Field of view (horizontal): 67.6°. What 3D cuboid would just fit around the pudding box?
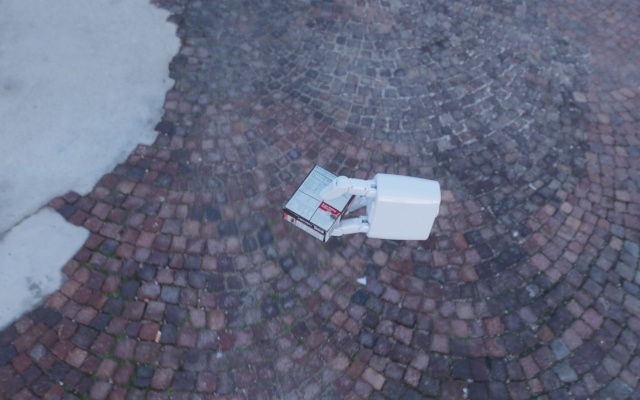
[{"bbox_3d":[0.000,0.003,0.827,0.090,0.113,0.039,29,-31,12],"label":"pudding box"}]
